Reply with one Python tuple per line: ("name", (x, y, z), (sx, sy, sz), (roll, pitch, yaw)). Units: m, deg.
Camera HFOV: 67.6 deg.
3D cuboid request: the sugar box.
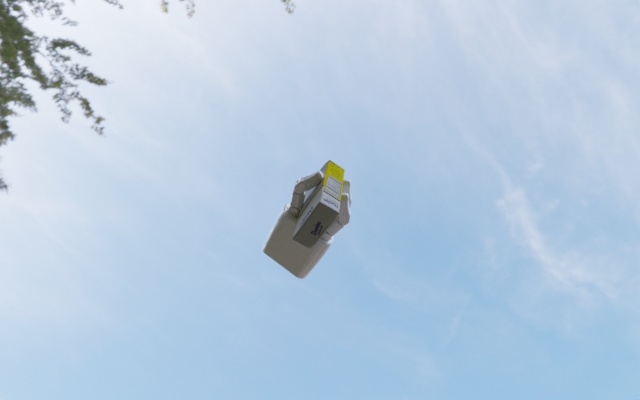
("sugar box", (0.001, 0.003, 0.877), (0.048, 0.093, 0.176), (30, 28, -12))
